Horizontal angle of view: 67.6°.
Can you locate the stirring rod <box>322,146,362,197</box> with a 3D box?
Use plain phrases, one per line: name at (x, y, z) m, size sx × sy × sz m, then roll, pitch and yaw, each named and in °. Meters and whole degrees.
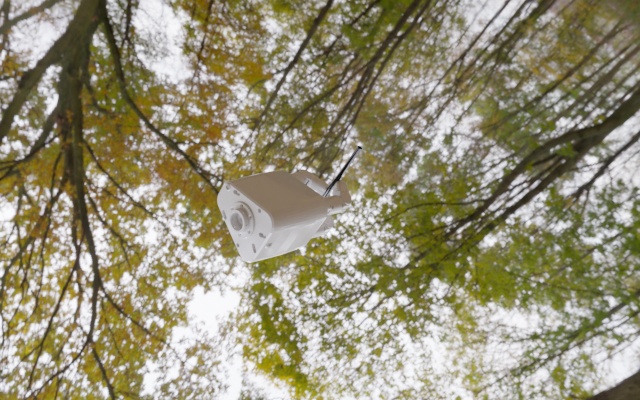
stirring rod at (0.000, 0.002, 0.772) m, size 0.011 × 0.011 × 0.240 m, roll 0°, pitch -42°, yaw -40°
